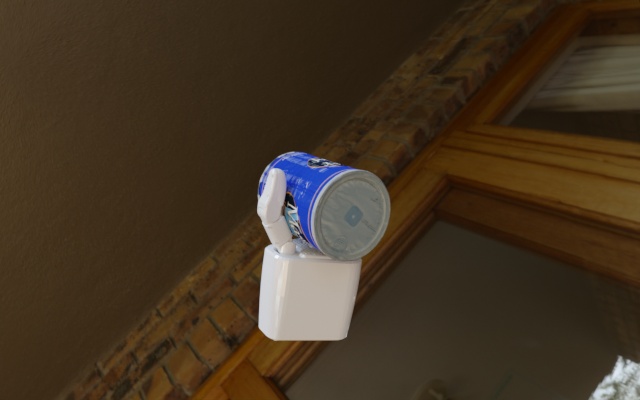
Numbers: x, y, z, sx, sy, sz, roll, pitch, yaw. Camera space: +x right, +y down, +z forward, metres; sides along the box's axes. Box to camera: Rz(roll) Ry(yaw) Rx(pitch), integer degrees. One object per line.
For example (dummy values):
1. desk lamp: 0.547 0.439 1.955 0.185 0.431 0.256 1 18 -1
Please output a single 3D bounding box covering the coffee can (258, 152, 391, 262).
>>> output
1. coffee can: 0.000 0.002 0.574 0.103 0.103 0.140 0 13 -33
